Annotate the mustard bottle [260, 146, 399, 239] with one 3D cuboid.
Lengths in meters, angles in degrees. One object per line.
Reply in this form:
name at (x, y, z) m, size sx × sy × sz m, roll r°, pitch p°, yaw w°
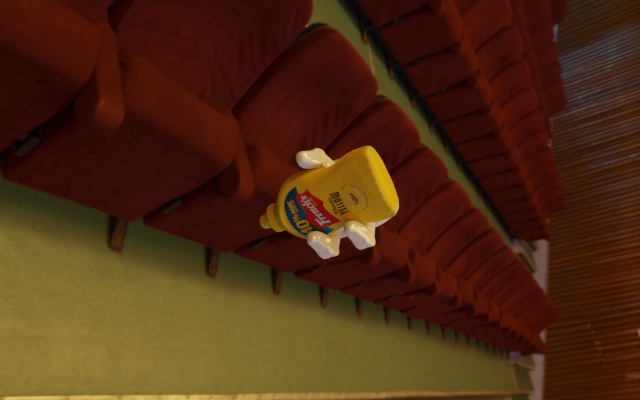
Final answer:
mustard bottle at (0.000, 0.002, 0.642) m, size 0.191 × 0.096 × 0.058 m, roll -19°, pitch 23°, yaw 25°
